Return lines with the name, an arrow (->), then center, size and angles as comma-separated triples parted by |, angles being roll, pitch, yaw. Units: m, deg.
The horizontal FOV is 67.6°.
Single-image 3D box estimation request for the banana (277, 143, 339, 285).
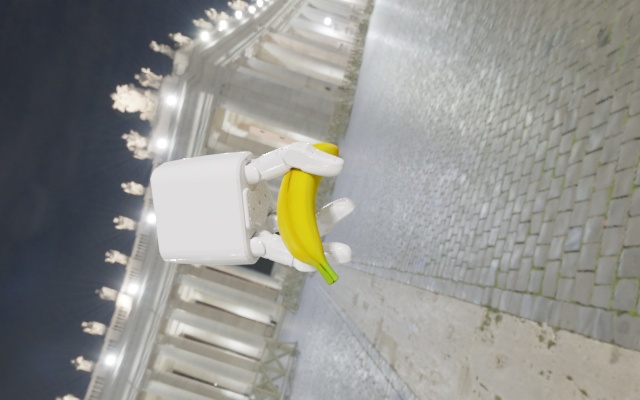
banana -> -0.012, -0.007, 0.495 | 0.037, 0.197, 0.070 | -27, -52, 29
